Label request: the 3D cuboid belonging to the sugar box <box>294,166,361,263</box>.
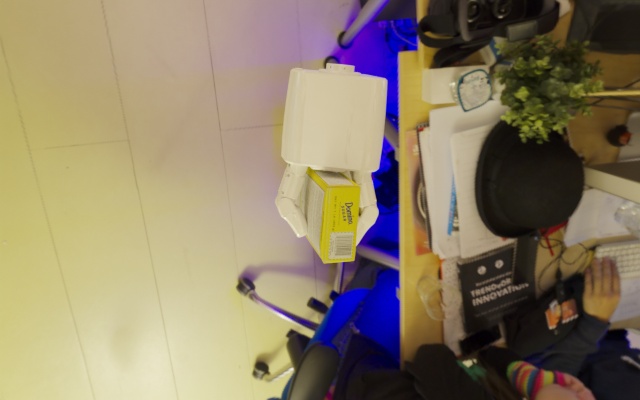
[{"bbox_3d":[0.001,0.002,0.613,0.048,0.093,0.176,0,18,-14],"label":"sugar box"}]
